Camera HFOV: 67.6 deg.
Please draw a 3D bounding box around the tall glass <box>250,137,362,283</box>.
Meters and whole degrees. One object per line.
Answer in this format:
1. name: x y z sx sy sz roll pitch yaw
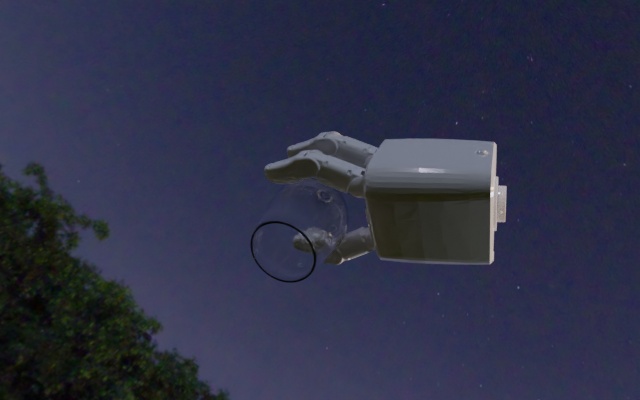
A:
1. tall glass: 0.000 0.001 0.492 0.079 0.079 0.201 0 26 22
